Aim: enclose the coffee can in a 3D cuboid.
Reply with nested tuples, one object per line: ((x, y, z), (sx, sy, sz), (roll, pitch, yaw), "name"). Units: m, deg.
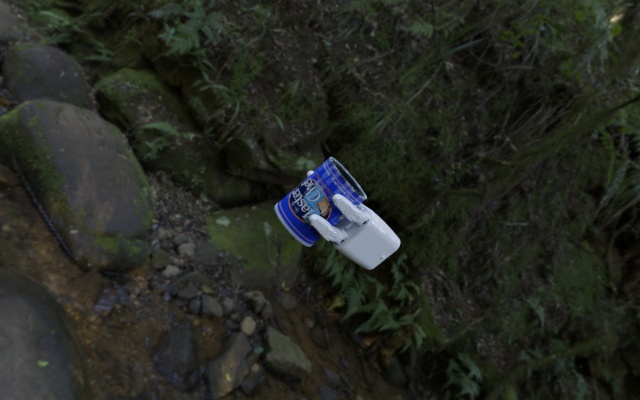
((0.000, 0.003, 0.887), (0.140, 0.103, 0.103), (-41, -10, 12), "coffee can")
